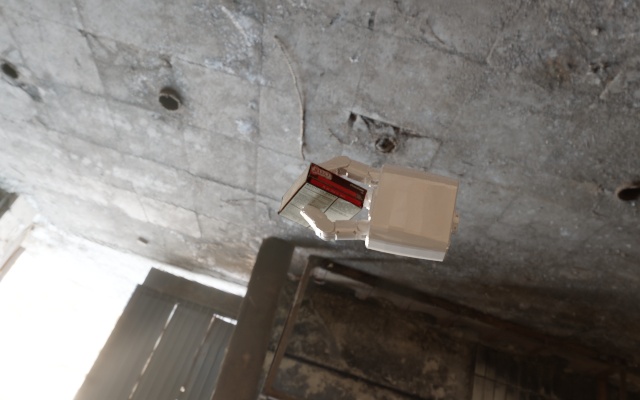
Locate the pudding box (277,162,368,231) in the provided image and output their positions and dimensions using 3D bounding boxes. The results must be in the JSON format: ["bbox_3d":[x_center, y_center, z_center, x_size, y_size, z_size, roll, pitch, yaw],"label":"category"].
[{"bbox_3d":[0.000,0.002,0.683,0.090,0.039,0.113,27,-36,-14],"label":"pudding box"}]
